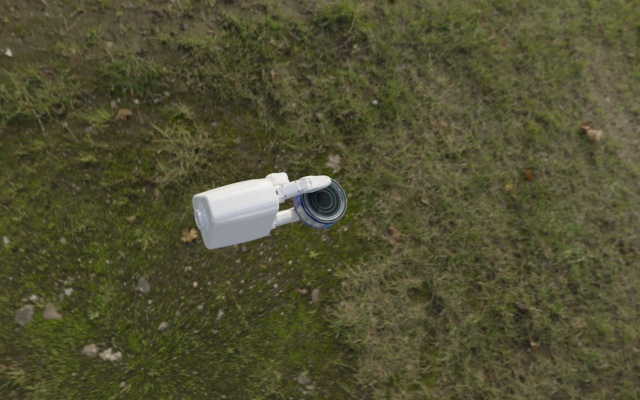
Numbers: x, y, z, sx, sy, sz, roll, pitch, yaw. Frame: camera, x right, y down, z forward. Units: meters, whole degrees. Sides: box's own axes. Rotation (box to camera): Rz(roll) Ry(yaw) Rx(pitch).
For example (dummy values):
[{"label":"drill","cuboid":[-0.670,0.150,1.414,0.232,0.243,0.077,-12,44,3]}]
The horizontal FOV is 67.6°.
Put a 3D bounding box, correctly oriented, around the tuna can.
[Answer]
[{"label":"tuna can","cuboid":[0.000,0.002,0.800,0.086,0.086,0.034,0,-20,-26]}]
